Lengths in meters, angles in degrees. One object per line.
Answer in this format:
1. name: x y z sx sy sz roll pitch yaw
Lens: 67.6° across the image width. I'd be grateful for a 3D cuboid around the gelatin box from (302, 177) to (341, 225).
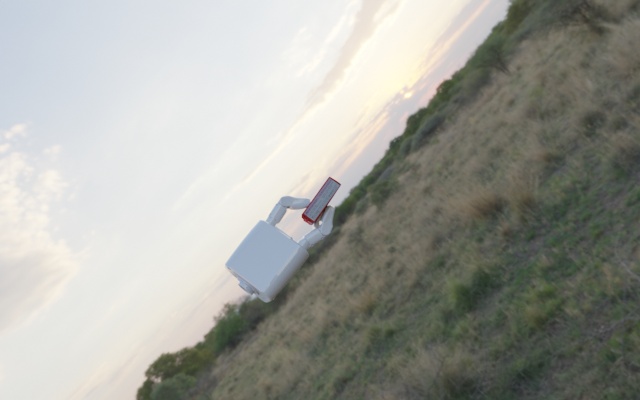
1. gelatin box: 0.000 0.002 0.887 0.030 0.089 0.073 35 -7 0
